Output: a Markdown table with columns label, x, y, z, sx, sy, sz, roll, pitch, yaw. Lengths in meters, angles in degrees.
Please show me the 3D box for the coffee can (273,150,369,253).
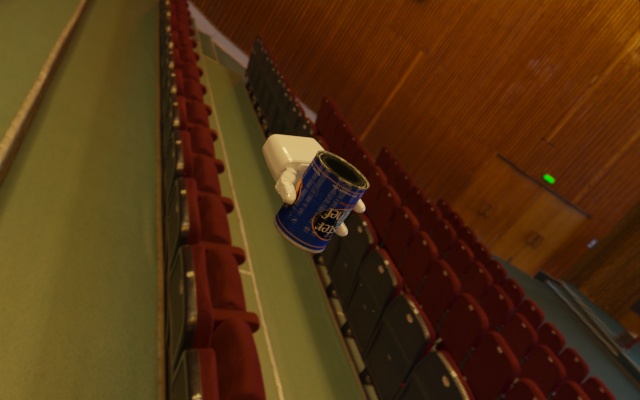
| label | x | y | z | sx | sy | sz | roll | pitch | yaw |
| --- | --- | --- | --- | --- | --- | --- | --- | --- | --- |
| coffee can | 0.000 | 0.003 | 0.797 | 0.103 | 0.140 | 0.102 | 30 | 21 | -13 |
